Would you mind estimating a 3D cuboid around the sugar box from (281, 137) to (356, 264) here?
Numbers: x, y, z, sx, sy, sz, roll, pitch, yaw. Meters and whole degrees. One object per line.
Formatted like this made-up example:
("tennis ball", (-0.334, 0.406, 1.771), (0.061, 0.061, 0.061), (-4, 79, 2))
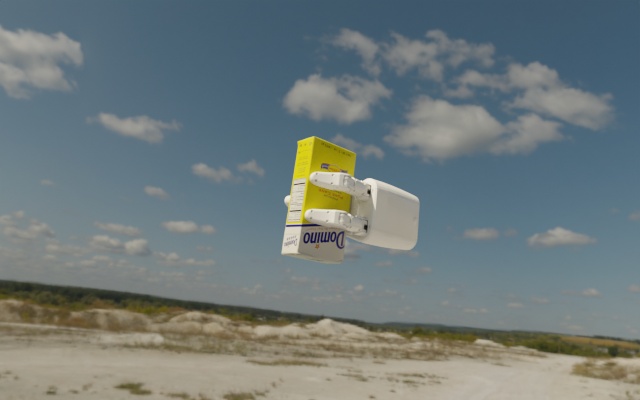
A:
("sugar box", (0.001, 0.002, 0.720), (0.093, 0.176, 0.048), (16, -17, -39))
